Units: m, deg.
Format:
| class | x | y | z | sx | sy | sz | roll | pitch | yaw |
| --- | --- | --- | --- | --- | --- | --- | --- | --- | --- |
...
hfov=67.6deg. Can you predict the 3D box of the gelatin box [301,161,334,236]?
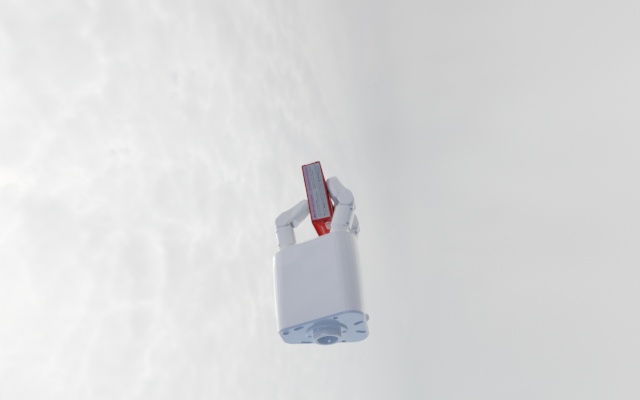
| class | x | y | z | sx | sy | sz | roll | pitch | yaw |
| --- | --- | --- | --- | --- | --- | --- | --- | --- | --- |
| gelatin box | 0.000 | 0.002 | 0.657 | 0.030 | 0.089 | 0.073 | -14 | -25 | 3 |
